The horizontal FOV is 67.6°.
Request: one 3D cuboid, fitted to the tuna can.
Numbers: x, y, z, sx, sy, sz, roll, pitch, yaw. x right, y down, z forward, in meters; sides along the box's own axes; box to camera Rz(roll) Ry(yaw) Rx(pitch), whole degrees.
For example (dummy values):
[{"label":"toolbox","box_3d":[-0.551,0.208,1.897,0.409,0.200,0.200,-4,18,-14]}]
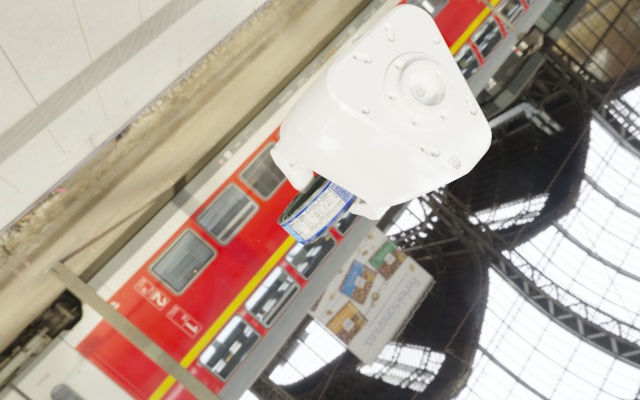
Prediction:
[{"label":"tuna can","box_3d":[0.000,0.002,0.456,0.034,0.086,0.086,44,-9,-9]}]
